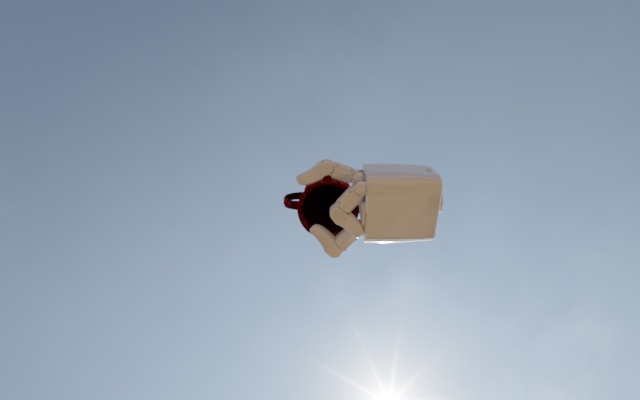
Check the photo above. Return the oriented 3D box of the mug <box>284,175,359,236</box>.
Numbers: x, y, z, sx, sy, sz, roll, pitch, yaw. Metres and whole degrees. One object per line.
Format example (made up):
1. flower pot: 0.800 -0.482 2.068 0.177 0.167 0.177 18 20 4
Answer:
1. mug: -0.001 0.002 0.758 0.117 0.093 0.081 1 18 1
